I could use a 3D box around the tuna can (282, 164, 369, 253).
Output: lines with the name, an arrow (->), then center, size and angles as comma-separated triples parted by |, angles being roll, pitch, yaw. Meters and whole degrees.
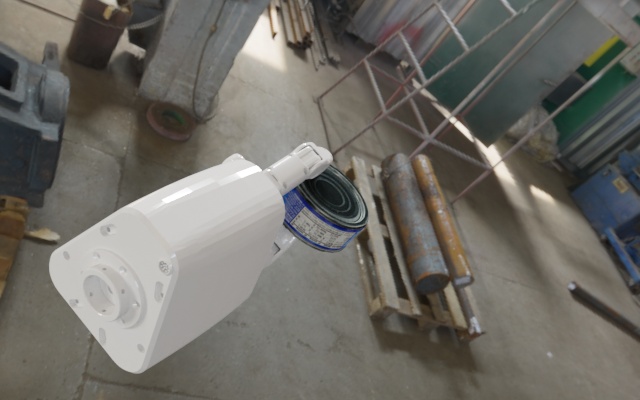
tuna can -> 0.000, 0.001, 0.414 | 0.086, 0.086, 0.034 | 0, -41, -51
